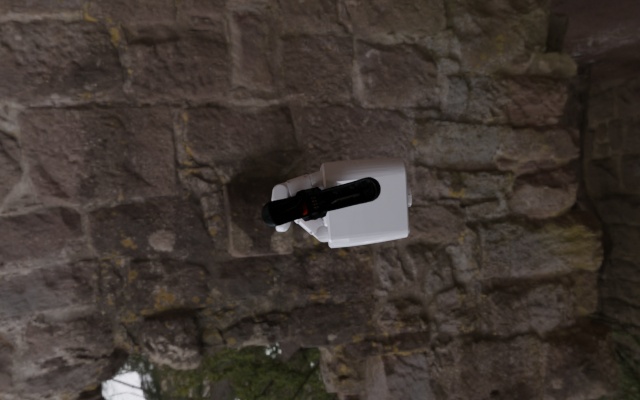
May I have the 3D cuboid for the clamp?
[{"bbox_3d":[0.000,0.002,0.534,0.120,0.039,0.171,-9,2,-2],"label":"clamp"}]
